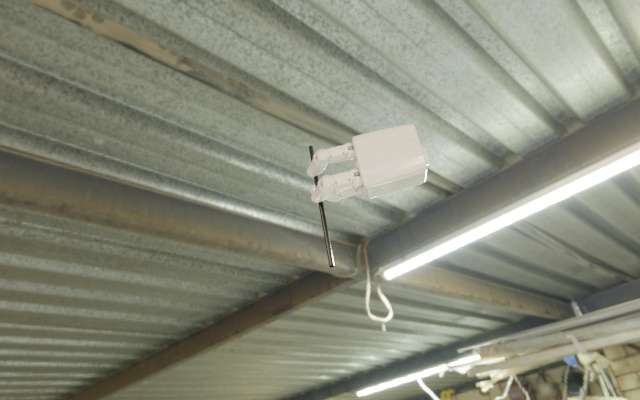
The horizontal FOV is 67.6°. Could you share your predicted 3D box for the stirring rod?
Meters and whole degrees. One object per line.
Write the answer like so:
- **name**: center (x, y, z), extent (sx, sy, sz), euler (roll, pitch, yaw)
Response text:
- **stirring rod**: center (0.000, 0.003, 0.813), extent (0.011, 0.239, 0.011), euler (-7, -32, -5)
